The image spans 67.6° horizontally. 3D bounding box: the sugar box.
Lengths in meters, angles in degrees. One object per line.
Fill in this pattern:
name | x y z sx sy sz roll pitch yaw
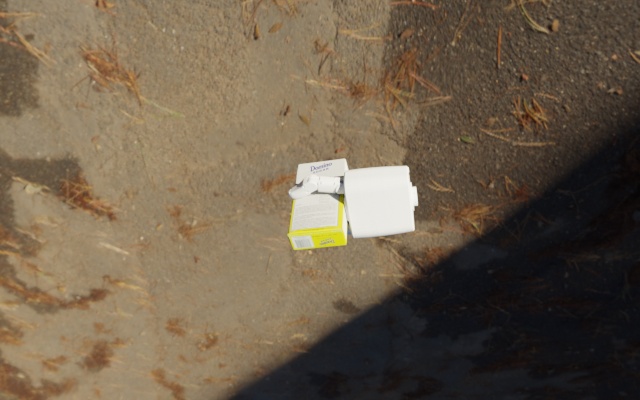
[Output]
sugar box | 0.000 0.003 0.830 0.093 0.048 0.176 -6 41 12
